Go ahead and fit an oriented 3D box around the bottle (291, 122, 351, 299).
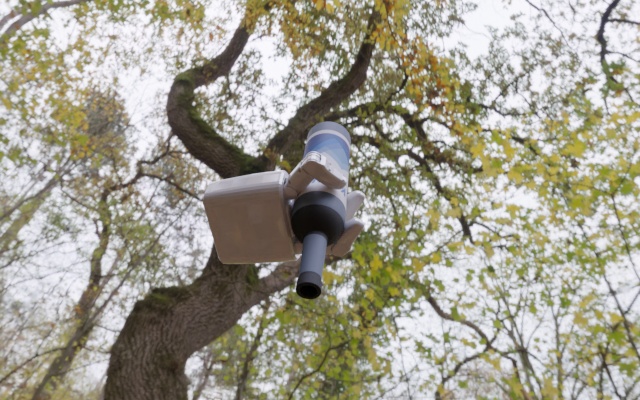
[{"bbox_3d":[0.000,0.002,0.613,0.069,0.069,0.295,0,39,6],"label":"bottle"}]
